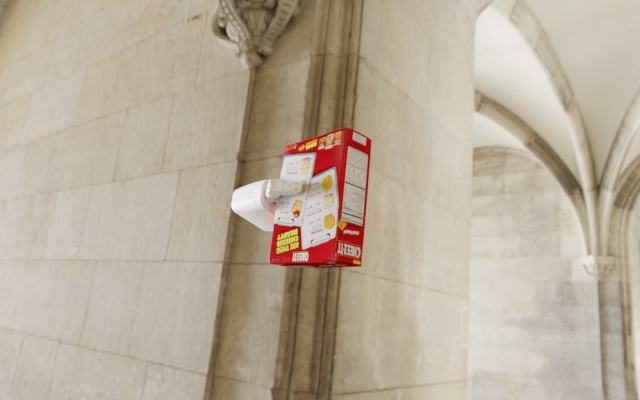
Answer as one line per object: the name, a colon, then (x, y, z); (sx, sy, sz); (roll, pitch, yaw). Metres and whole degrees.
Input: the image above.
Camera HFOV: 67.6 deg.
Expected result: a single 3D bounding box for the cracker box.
cracker box: (0.000, 0.002, 0.795); (0.072, 0.213, 0.164); (17, -18, -39)
